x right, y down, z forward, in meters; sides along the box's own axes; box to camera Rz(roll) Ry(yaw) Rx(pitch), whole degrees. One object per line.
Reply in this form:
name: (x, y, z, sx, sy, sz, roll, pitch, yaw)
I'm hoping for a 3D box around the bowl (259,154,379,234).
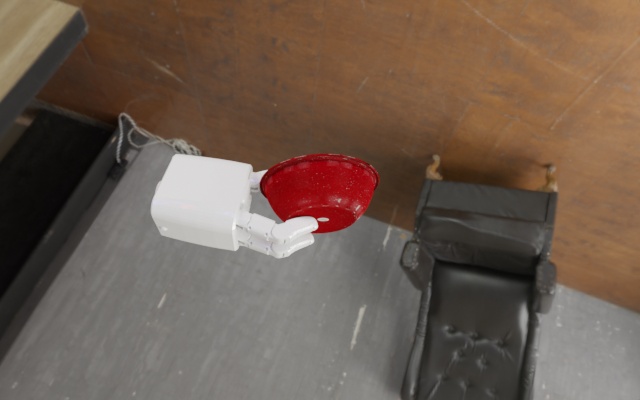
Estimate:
bowl: (0.001, 0.002, 0.632, 0.162, 0.055, 0.162, -3, -25, -2)
